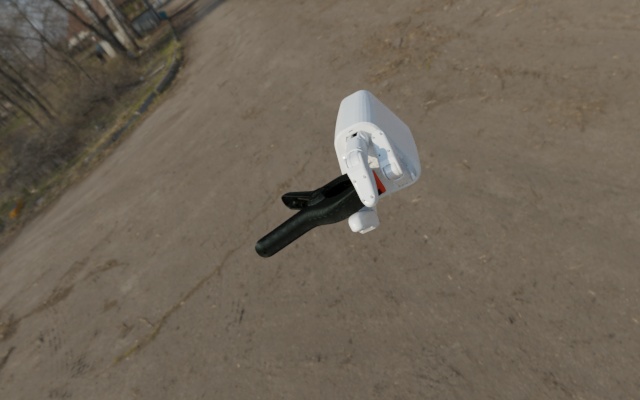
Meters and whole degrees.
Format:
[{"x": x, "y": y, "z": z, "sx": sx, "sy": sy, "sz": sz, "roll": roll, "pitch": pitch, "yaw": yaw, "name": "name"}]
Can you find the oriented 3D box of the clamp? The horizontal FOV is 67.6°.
[{"x": 0.000, "y": 0.001, "z": 0.591, "sx": 0.171, "sy": 0.039, "sz": 0.120, "roll": -25, "pitch": 31, "yaw": 20, "name": "clamp"}]
